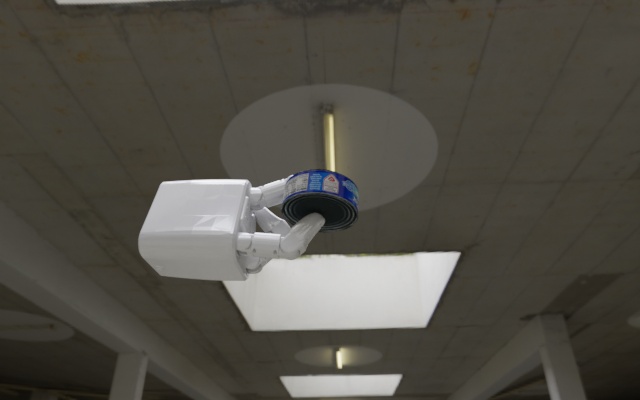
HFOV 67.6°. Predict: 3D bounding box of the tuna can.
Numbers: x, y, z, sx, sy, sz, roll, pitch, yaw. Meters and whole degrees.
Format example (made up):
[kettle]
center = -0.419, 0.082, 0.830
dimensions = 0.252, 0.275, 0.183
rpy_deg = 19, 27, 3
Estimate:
[tuna can]
center = 0.000, 0.001, 0.534
dimensions = 0.086, 0.033, 0.086
rpy_deg = 4, -31, 3
